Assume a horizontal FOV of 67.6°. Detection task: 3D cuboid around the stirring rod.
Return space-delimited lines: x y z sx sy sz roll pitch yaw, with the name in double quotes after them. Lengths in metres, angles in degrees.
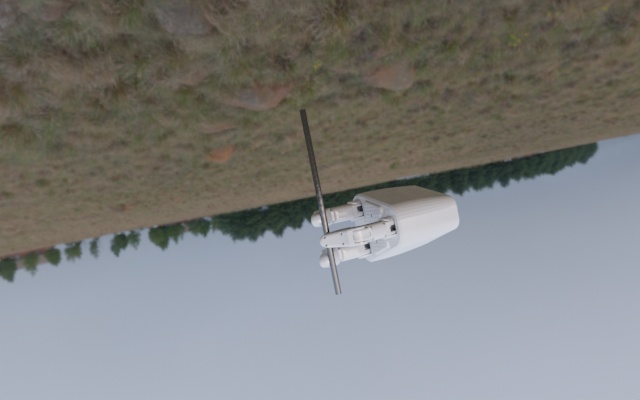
0.000 0.002 0.612 0.011 0.239 0.011 -11 1 0 "stirring rod"
